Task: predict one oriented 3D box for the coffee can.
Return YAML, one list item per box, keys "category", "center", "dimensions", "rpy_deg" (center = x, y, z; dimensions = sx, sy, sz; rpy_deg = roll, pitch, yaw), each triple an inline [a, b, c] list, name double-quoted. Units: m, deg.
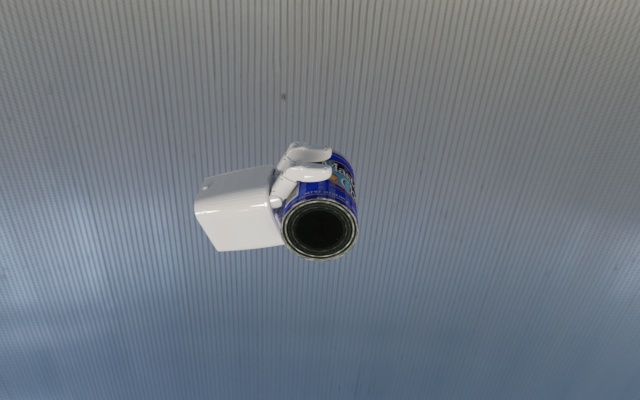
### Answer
- category: "coffee can"
  center: [0.000, 0.002, 0.678]
  dimensions: [0.103, 0.103, 0.140]
  rpy_deg: [0, 33, 1]
